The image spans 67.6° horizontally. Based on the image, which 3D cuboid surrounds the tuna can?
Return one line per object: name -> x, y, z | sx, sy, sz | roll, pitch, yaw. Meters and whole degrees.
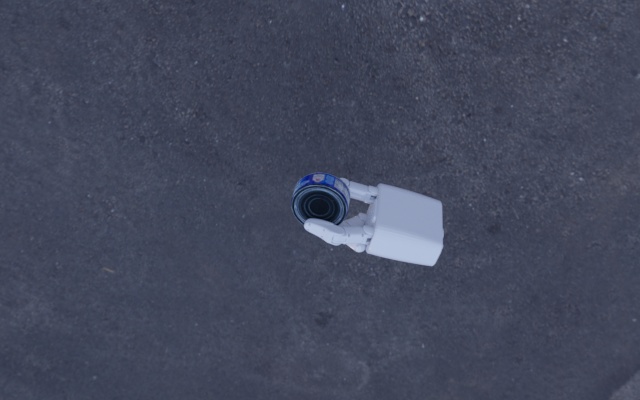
tuna can -> 0.000, 0.003, 0.707 | 0.086, 0.086, 0.033 | 0, 35, 10
